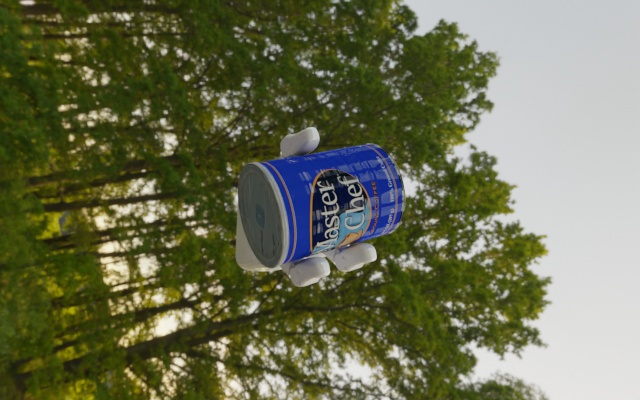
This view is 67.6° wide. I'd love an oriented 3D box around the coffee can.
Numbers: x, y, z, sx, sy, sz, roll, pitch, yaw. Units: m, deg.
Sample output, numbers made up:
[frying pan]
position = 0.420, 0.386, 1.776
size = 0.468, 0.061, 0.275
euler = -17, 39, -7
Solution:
[coffee can]
position = 0.000, 0.002, 0.488
size = 0.140, 0.103, 0.103
euler = -13, 6, -29
